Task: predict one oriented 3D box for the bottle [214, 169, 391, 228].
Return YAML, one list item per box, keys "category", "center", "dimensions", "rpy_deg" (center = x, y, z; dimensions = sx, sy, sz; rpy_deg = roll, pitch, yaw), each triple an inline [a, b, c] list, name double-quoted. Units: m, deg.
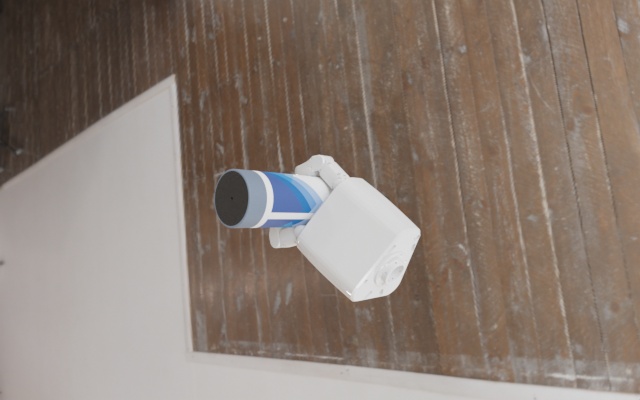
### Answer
- category: "bottle"
  center: [0.000, 0.002, 0.640]
  dimensions: [0.069, 0.069, 0.296]
  rpy_deg: [0, -2, 43]
